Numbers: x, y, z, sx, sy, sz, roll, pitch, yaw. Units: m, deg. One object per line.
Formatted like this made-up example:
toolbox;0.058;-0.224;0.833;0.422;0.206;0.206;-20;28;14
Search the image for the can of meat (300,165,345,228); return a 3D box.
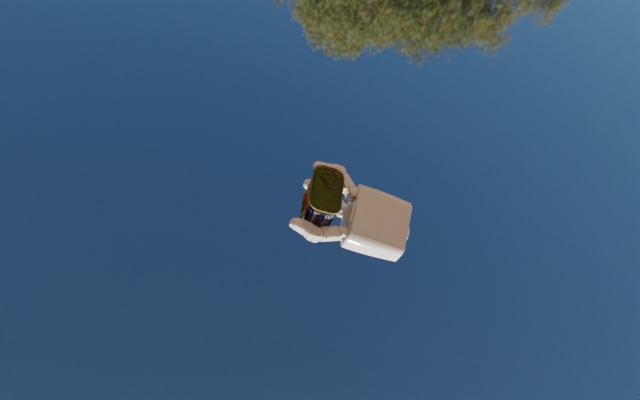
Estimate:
can of meat;0.000;0.003;0.852;0.057;0.102;0.084;15;-39;-10
